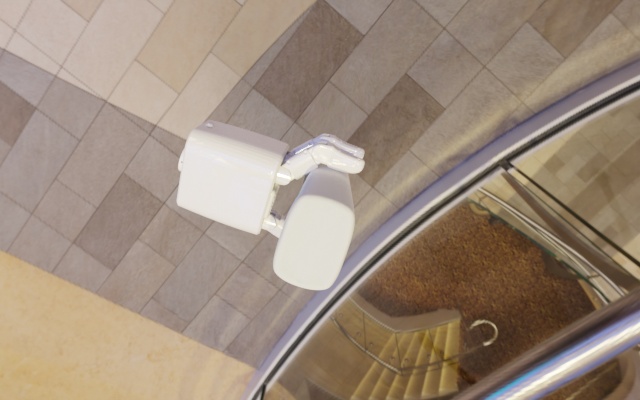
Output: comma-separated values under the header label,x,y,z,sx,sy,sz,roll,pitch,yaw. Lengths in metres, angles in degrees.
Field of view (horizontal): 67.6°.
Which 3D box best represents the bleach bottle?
label,x,y,z,sx,sy,sz,roll,pitch,yaw
bleach bottle,0.000,0.002,0.576,0.068,0.102,0.250,18,19,-3
